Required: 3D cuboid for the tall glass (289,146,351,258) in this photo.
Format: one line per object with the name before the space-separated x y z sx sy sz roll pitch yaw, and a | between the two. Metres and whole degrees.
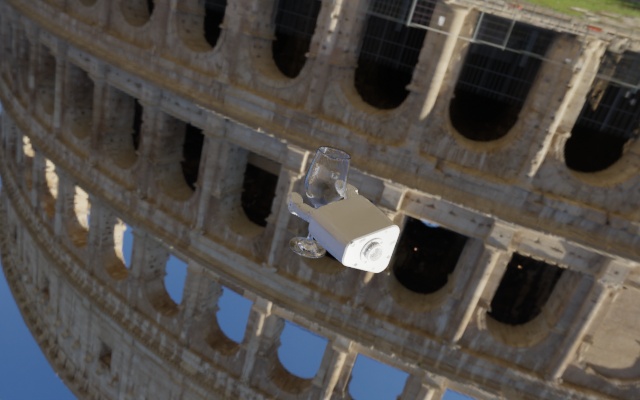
tall glass | 0.000 0.003 0.887 0.079 0.201 0.079 13 22 -6
